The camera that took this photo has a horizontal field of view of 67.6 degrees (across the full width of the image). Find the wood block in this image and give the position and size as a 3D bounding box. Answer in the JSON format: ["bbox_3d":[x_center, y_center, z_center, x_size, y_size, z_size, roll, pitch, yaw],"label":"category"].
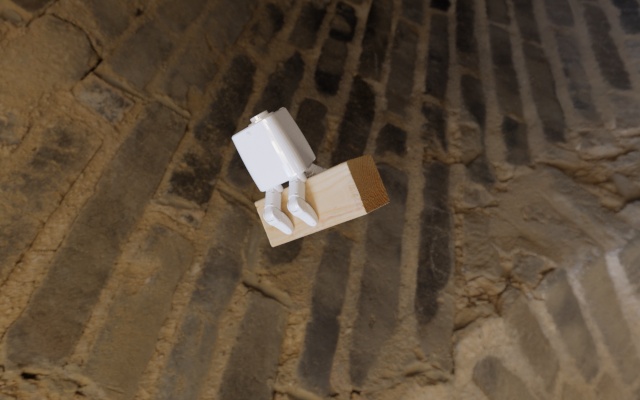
[{"bbox_3d":[0.000,0.002,0.825,0.206,0.090,0.091,-22,1,35],"label":"wood block"}]
